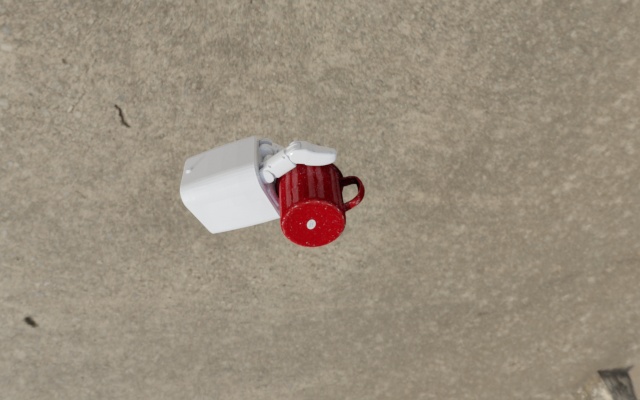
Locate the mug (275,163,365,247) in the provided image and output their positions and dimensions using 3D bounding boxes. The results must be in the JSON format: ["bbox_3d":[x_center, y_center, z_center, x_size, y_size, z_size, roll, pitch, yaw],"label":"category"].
[{"bbox_3d":[0.002,0.002,0.608,0.117,0.093,0.081,-15,40,7],"label":"mug"}]
